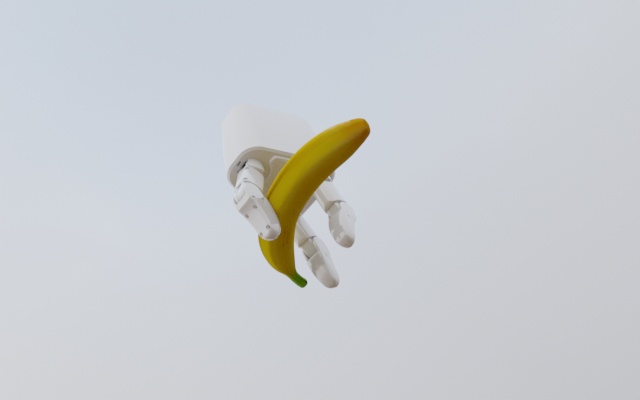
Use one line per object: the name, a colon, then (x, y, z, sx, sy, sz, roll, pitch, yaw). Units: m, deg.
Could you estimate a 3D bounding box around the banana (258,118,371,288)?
banana: (-0.018, 0.001, 0.459, 0.069, 0.198, 0.037, 11, 33, -18)
